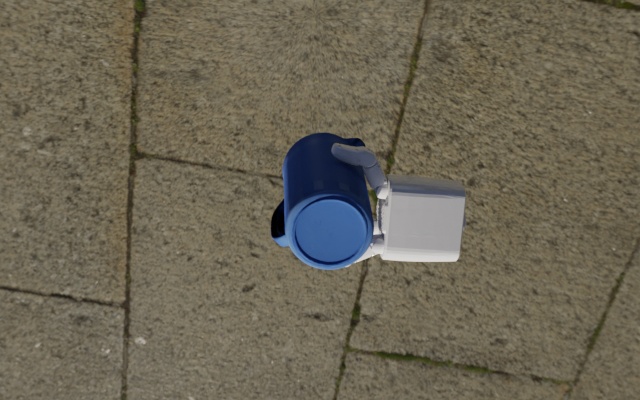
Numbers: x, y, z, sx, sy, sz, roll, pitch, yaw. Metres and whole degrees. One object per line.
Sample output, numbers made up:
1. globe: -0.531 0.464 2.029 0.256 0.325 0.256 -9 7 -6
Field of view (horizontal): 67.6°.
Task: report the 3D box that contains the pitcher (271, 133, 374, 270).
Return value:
1. pitcher: 0.000 0.002 0.680 0.145 0.149 0.242 3 21 -3
